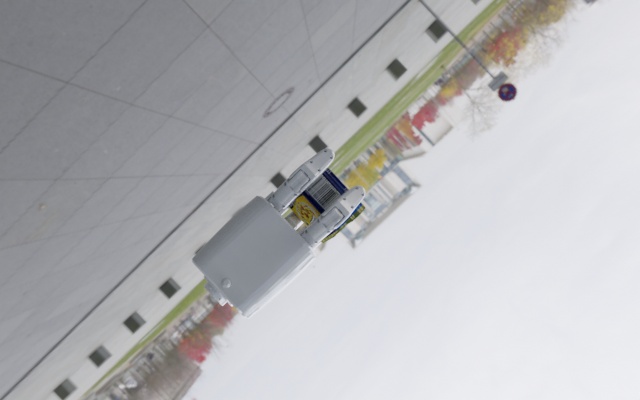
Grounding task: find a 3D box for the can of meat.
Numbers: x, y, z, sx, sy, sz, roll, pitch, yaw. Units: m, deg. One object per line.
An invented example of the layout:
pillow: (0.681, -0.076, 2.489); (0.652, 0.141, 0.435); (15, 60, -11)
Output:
can of meat: (0.000, 0.002, 0.593); (0.057, 0.084, 0.102); (-43, 0, -18)
